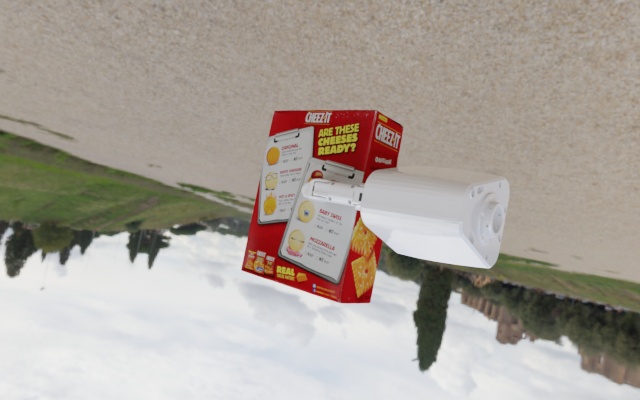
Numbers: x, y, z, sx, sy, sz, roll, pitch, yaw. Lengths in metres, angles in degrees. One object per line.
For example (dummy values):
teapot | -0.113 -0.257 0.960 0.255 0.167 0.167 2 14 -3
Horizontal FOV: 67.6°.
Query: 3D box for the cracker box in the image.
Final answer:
cracker box | 0.000 0.002 0.585 0.164 0.213 0.072 9 -4 40
